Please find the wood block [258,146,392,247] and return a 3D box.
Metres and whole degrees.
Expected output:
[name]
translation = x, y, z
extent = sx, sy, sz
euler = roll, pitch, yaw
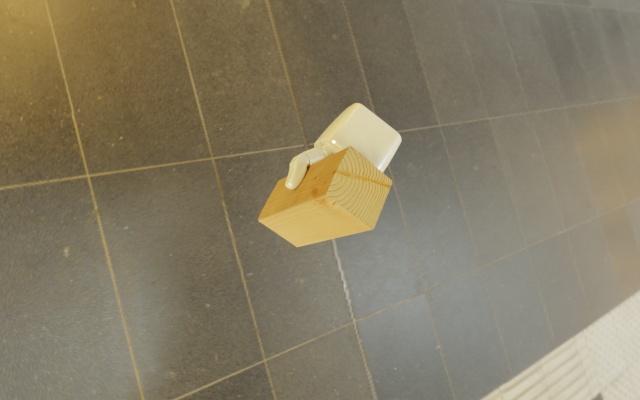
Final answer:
[wood block]
translation = 0.000, 0.002, 0.745
extent = 0.091, 0.090, 0.206
euler = 37, -29, -21
